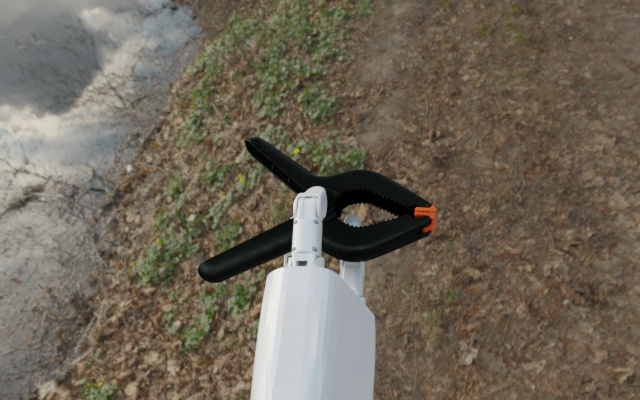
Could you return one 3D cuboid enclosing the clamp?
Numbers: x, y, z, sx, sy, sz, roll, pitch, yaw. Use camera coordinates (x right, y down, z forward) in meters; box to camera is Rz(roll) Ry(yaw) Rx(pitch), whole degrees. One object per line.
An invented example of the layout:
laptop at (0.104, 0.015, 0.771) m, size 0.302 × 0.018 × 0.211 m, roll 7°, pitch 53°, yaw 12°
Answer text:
clamp at (0.000, 0.001, 0.450) m, size 0.210 × 0.164 × 0.036 m, roll -1°, pitch -34°, yaw 9°
